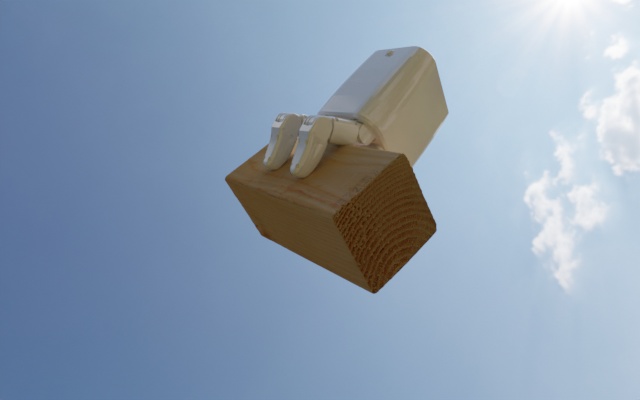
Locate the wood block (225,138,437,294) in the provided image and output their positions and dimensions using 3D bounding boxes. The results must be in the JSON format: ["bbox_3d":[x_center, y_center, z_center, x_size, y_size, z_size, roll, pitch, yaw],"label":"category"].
[{"bbox_3d":[0.000,0.002,0.480,0.090,0.091,0.206,-41,30,-20],"label":"wood block"}]
